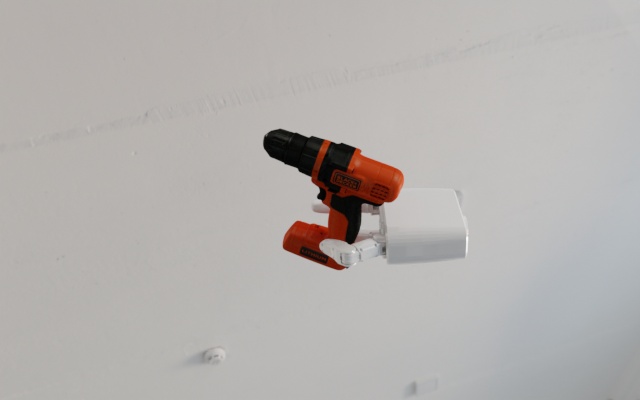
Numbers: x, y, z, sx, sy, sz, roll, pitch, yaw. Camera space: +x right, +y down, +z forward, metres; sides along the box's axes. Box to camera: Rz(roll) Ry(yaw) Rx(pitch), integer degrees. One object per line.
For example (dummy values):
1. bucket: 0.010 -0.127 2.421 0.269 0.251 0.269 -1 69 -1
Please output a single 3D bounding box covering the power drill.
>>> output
1. power drill: 0.000 0.002 0.645 0.184 0.188 0.057 21 44 5
